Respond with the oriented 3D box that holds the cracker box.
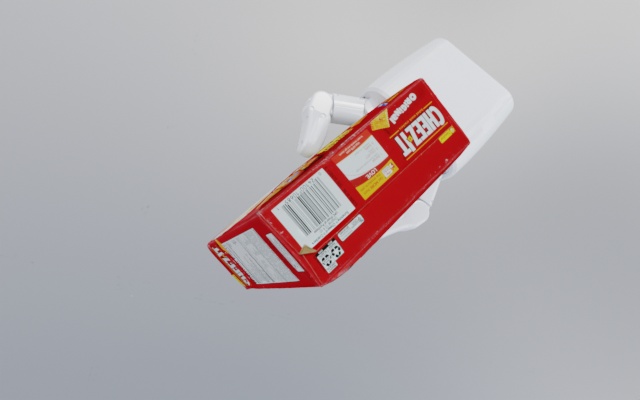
[{"bbox_3d":[0.000,0.001,0.414,0.164,0.072,0.214,-42,6,-23],"label":"cracker box"}]
